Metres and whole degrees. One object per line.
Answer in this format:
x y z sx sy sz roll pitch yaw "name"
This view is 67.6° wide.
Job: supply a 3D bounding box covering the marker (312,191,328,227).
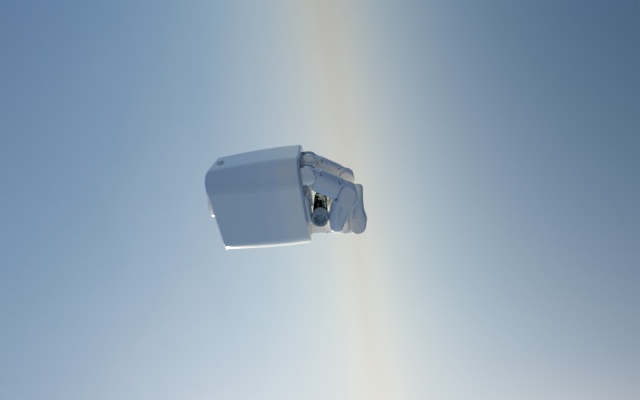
0.000 0.002 0.591 0.020 0.020 0.121 0 19 1 "marker"
